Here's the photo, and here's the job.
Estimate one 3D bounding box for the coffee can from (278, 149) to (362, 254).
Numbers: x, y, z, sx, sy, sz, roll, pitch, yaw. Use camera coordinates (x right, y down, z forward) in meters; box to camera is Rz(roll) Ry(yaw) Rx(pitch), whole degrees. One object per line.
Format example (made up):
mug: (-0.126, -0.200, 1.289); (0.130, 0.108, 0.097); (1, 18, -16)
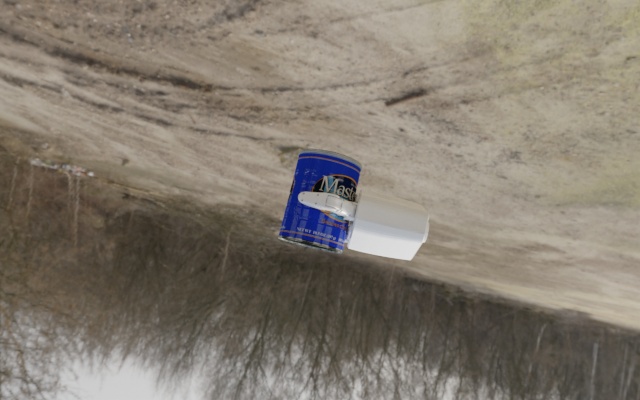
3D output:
coffee can: (0.000, 0.002, 0.742); (0.103, 0.140, 0.103); (13, -9, 2)
